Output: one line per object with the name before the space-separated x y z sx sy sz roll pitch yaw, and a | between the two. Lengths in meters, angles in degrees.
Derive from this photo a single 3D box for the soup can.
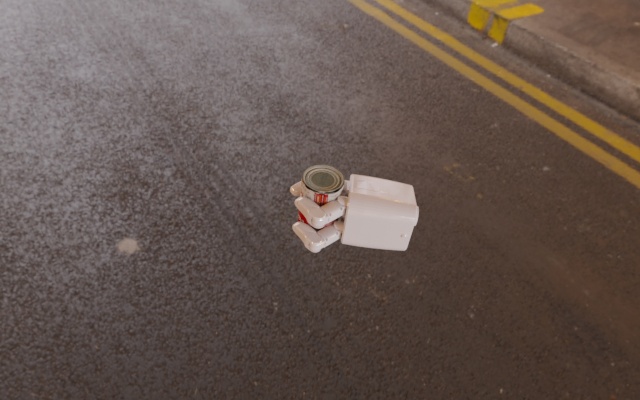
soup can | 0.000 0.002 0.763 0.068 0.102 0.068 4 43 -4
